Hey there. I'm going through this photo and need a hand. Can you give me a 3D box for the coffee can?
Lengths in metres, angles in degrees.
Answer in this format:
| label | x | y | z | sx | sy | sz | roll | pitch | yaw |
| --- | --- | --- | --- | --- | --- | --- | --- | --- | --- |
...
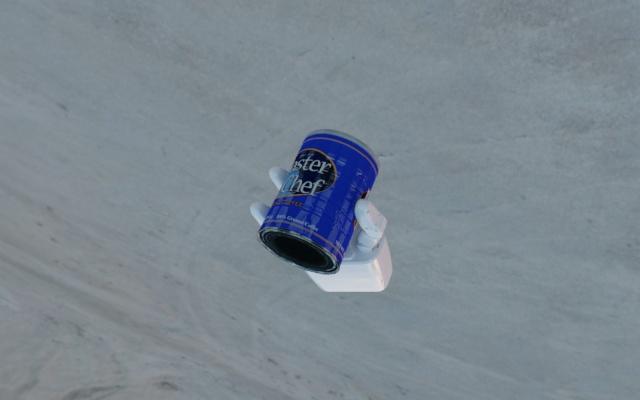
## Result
| label | x | y | z | sx | sy | sz | roll | pitch | yaw |
| --- | --- | --- | --- | --- | --- | --- | --- | --- | --- |
| coffee can | 0.000 | 0.002 | 0.566 | 0.103 | 0.140 | 0.103 | 20 | -25 | 10 |
